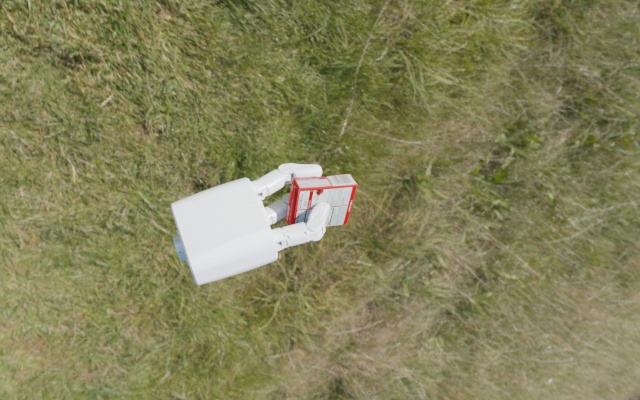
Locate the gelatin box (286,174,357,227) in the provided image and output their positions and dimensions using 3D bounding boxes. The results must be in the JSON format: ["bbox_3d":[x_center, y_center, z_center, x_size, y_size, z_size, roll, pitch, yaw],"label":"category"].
[{"bbox_3d":[0.001,0.002,0.664,0.089,0.073,0.030,-5,40,-21],"label":"gelatin box"}]
